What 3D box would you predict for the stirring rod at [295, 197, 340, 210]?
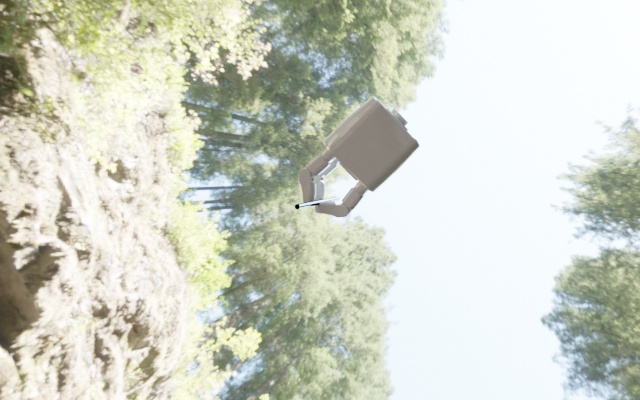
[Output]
[{"bbox_3d":[0.000,0.003,0.796,0.011,0.011,0.239,0,3,16],"label":"stirring rod"}]
